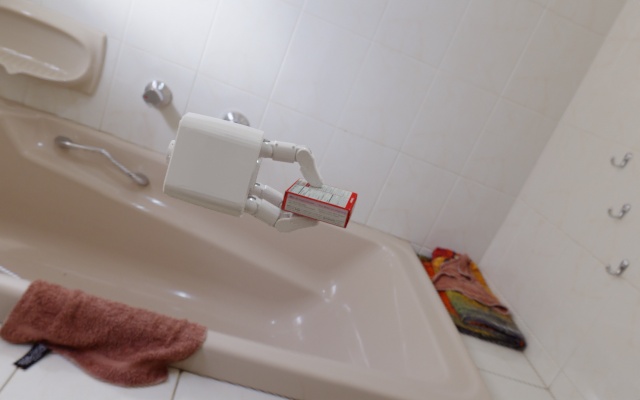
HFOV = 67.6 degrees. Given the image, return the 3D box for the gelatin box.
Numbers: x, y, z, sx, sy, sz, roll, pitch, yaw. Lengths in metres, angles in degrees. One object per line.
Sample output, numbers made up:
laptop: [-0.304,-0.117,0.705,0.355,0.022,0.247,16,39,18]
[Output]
gelatin box: [0.001,0.002,0.636,0.089,0.030,0.073,15,19,7]
